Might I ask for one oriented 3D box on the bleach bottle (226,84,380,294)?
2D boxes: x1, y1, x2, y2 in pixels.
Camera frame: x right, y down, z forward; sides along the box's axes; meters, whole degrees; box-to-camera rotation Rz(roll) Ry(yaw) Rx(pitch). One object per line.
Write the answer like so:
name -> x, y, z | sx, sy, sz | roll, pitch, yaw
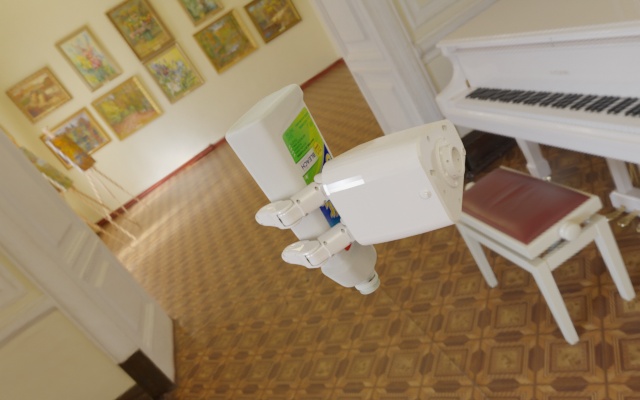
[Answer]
bleach bottle -> 0.000, 0.002, 0.543 | 0.068, 0.251, 0.102 | -17, 27, 35
